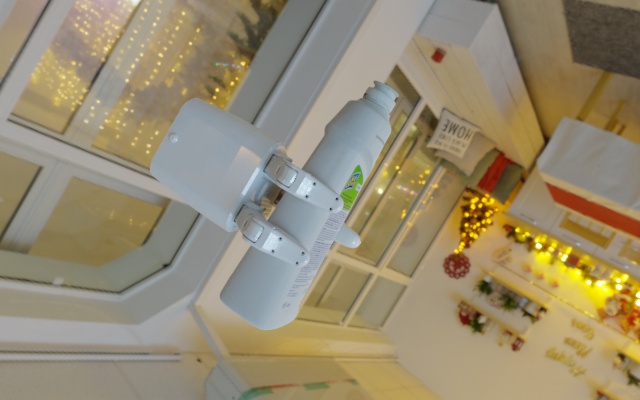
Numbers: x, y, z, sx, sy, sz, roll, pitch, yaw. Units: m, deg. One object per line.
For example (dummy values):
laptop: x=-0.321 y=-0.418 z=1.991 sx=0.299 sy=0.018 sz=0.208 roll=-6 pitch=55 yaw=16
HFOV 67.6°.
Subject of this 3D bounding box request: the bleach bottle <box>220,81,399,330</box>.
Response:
bleach bottle: x=0.000 y=0.002 z=0.469 sx=0.068 sy=0.251 sz=0.102 roll=32 pitch=3 yaw=14
